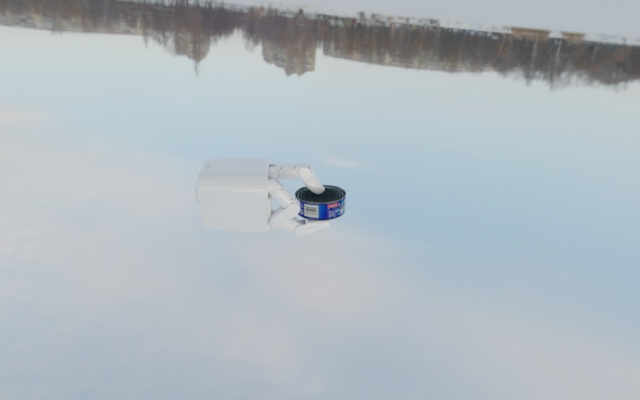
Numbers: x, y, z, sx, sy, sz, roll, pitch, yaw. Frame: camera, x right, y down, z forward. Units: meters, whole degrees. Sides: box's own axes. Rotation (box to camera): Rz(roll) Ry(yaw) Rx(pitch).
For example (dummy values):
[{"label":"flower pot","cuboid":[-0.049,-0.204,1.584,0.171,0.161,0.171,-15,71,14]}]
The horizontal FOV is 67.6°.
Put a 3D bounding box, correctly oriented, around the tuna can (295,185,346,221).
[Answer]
[{"label":"tuna can","cuboid":[0.000,0.003,0.804,0.086,0.034,0.086,-1,22,0]}]
